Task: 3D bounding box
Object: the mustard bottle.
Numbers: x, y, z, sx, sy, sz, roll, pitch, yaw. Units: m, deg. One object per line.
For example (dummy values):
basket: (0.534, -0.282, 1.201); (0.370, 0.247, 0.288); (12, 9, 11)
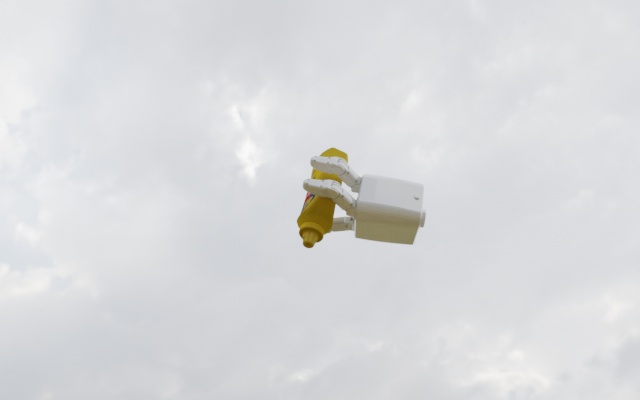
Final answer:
mustard bottle: (0.000, 0.002, 0.820); (0.058, 0.191, 0.096); (25, -42, -11)
